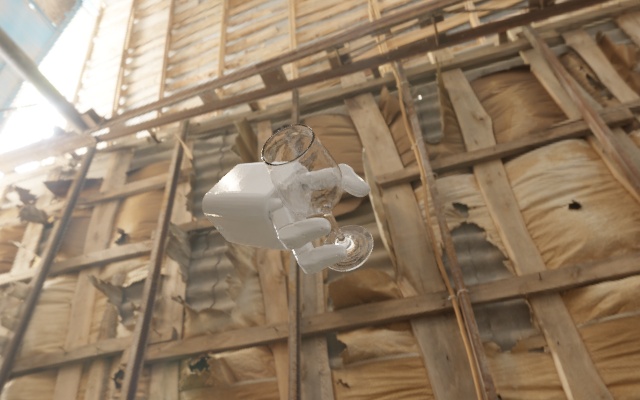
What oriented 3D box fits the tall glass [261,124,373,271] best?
[{"bbox_3d":[0.000,0.002,0.578,0.079,0.079,0.201,0,-39,27],"label":"tall glass"}]
